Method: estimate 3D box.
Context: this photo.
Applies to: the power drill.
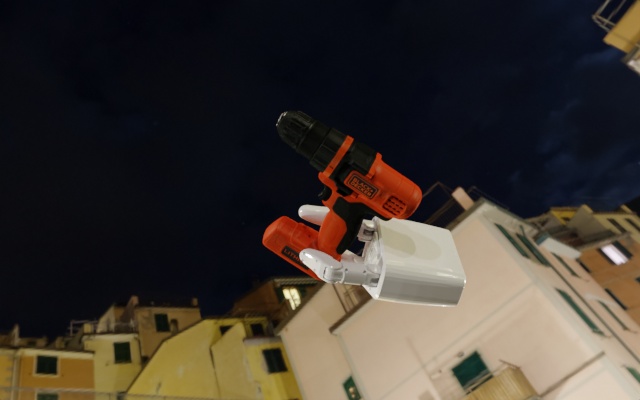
[{"bbox_3d":[0.000,0.002,0.580,0.184,0.188,0.057,34,39,-2],"label":"power drill"}]
